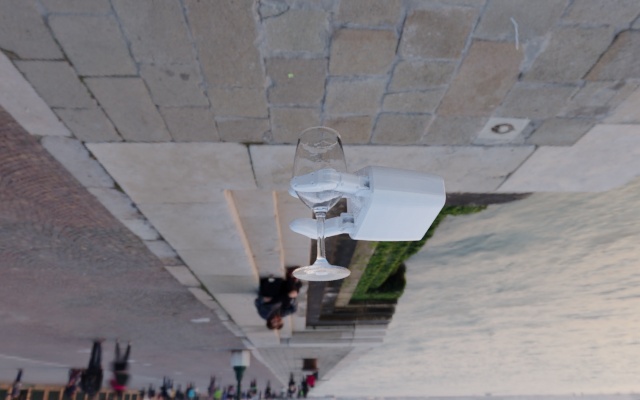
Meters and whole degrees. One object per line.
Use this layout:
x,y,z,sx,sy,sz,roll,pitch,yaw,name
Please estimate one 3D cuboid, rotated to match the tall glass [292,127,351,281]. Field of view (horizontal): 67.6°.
0.000,0.003,0.647,0.079,0.201,0.079,-1,-22,0,tall glass
